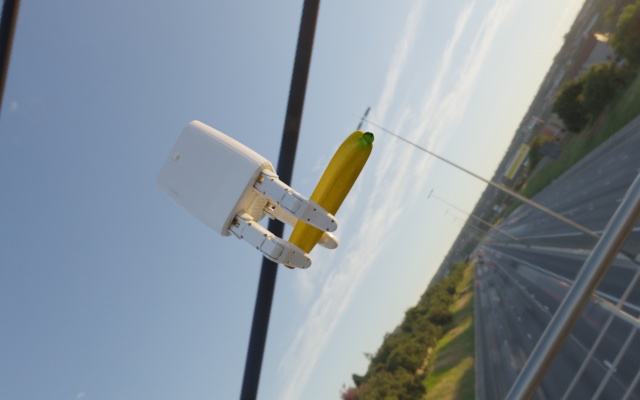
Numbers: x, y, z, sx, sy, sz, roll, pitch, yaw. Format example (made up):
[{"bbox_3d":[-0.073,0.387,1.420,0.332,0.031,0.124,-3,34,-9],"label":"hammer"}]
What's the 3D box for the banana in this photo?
[{"bbox_3d":[0.009,-0.007,0.543,0.037,0.198,0.069,34,29,8],"label":"banana"}]
